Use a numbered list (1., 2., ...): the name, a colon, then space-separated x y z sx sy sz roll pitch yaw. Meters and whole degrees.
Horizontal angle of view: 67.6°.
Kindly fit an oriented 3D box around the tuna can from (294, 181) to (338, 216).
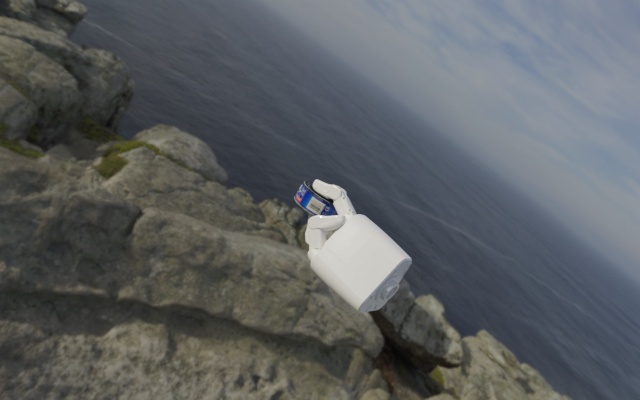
1. tuna can: 0.000 0.002 0.808 0.086 0.034 0.086 29 13 -8
